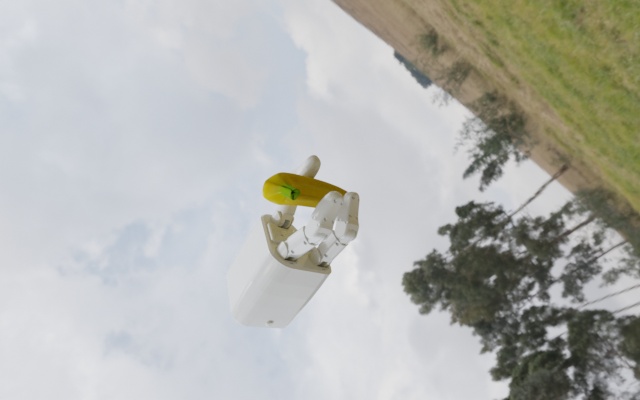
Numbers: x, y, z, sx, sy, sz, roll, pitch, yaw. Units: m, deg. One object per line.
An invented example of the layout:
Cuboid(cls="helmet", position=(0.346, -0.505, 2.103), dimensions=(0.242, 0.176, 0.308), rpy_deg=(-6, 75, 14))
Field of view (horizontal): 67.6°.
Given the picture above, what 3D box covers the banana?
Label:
Cuboid(cls="banana", position=(-0.016, -0.007, 0.577), dimensions=(0.069, 0.037, 0.198), rpy_deg=(29, 10, 22))
